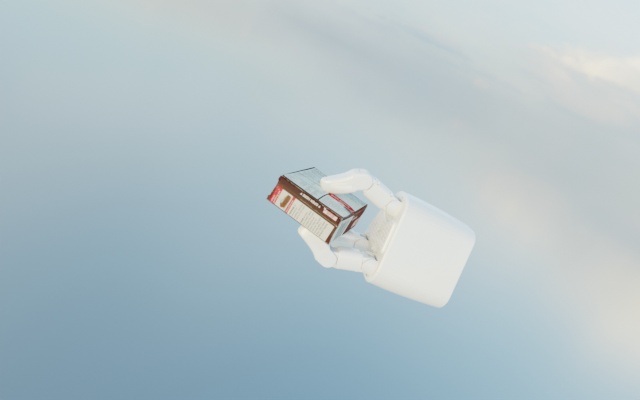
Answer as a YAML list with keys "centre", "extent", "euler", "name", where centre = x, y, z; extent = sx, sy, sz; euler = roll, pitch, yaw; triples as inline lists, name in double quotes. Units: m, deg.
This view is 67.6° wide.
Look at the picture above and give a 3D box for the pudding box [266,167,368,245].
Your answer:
- centre: [0.000, 0.002, 0.574]
  extent: [0.090, 0.039, 0.113]
  euler: [35, 16, 12]
  name: "pudding box"
